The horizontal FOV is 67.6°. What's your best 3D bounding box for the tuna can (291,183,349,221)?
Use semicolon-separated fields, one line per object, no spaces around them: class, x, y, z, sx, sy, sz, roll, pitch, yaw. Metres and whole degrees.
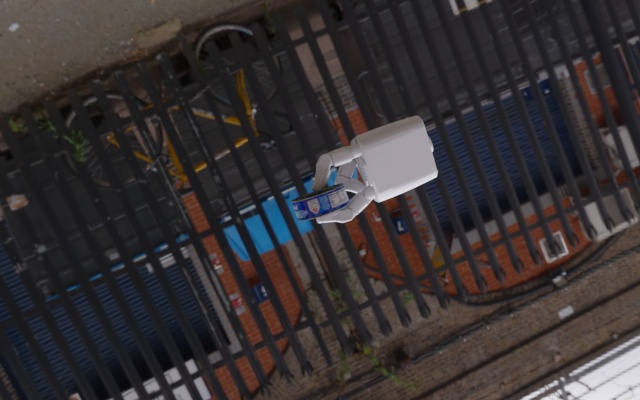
tuna can;0.000;0.003;0.739;0.086;0.034;0.086;-18;5;2
